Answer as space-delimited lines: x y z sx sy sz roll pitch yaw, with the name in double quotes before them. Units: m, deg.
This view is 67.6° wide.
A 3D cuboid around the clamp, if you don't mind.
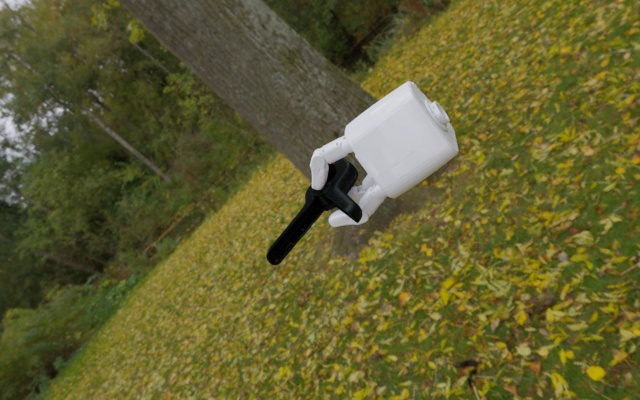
"clamp" 0.000 0.001 0.700 0.164 0.036 0.209 -32 22 26
